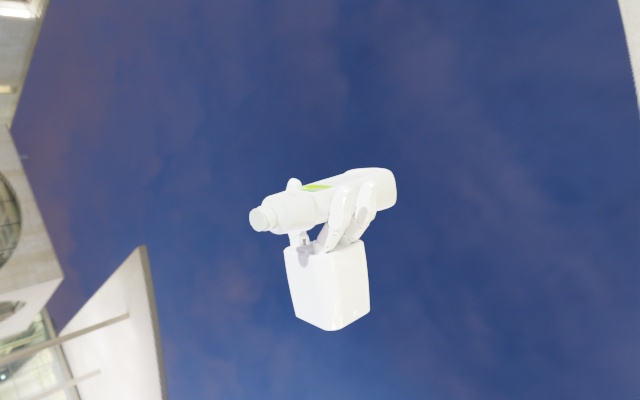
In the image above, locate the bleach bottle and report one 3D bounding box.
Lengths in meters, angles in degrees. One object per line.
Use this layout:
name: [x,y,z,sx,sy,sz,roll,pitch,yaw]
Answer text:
bleach bottle: [0.000,0.002,0.673,0.102,0.068,0.251,-2,9,43]
